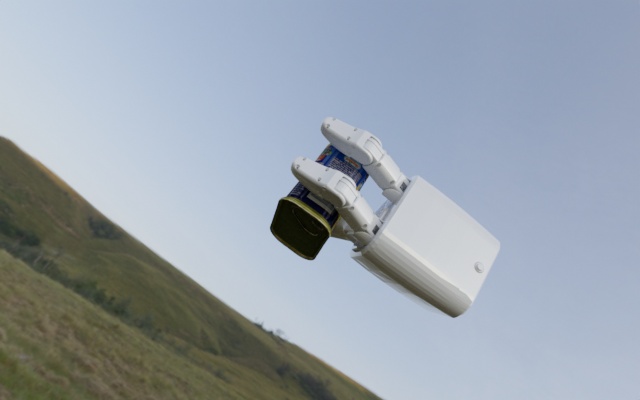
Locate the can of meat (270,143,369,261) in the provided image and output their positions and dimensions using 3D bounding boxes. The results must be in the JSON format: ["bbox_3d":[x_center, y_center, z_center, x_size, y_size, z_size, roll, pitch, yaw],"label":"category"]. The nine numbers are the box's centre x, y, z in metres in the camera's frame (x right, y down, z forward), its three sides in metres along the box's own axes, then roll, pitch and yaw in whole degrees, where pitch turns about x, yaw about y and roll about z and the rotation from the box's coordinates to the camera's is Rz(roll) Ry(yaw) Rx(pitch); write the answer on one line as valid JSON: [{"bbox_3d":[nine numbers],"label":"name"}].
[{"bbox_3d":[0.000,0.001,0.480,0.057,0.084,0.102,35,-27,4],"label":"can of meat"}]
